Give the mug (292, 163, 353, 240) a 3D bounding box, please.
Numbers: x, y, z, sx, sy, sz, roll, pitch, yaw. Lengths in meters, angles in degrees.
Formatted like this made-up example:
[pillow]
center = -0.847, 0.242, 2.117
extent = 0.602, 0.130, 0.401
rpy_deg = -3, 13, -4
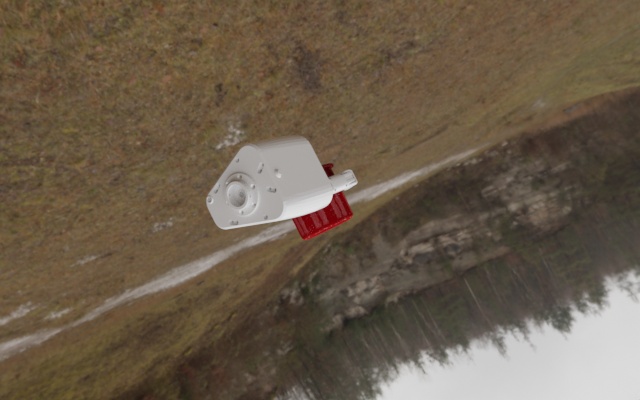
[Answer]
[mug]
center = 0.001, 0.002, 0.691
extent = 0.093, 0.081, 0.117
rpy_deg = -29, -6, 30
